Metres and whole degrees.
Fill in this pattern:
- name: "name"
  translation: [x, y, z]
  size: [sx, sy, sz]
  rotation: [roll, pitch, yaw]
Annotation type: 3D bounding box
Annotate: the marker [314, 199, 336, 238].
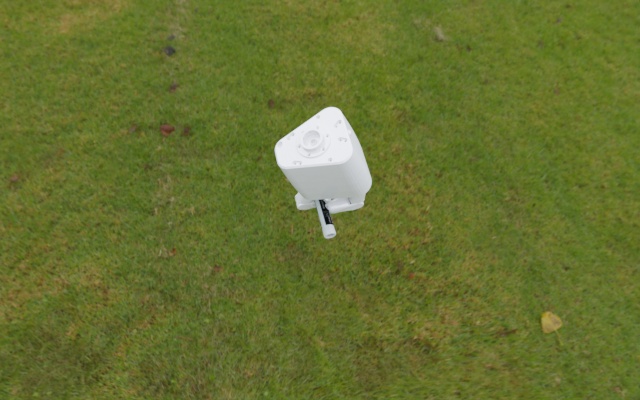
- name: "marker"
  translation: [0.000, 0.002, 0.759]
  size: [0.020, 0.121, 0.020]
  rotation: [-13, -27, -6]
